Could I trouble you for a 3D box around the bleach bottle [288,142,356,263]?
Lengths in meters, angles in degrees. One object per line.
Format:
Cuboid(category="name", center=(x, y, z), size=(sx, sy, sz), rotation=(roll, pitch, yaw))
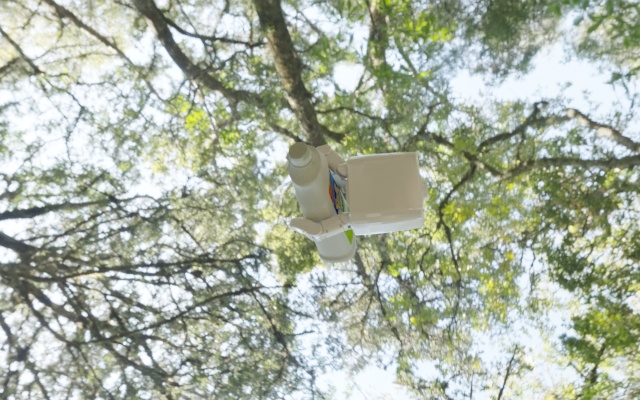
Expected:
Cuboid(category="bleach bottle", center=(0.000, 0.002, 0.751), size=(0.068, 0.102, 0.251), rotation=(-7, -32, 13))
